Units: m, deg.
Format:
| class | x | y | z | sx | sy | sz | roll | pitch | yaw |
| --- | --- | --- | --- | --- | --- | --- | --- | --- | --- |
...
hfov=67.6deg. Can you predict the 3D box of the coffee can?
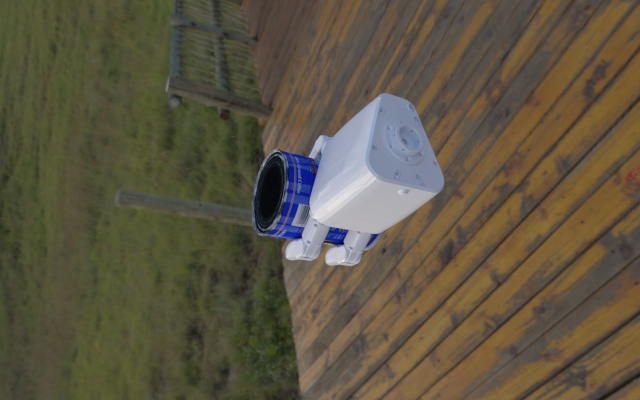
| class | x | y | z | sx | sy | sz | roll | pitch | yaw |
| --- | --- | --- | --- | --- | --- | --- | --- | --- | --- |
| coffee can | 0.000 | 0.002 | 0.584 | 0.140 | 0.103 | 0.103 | 11 | -5 | -26 |
